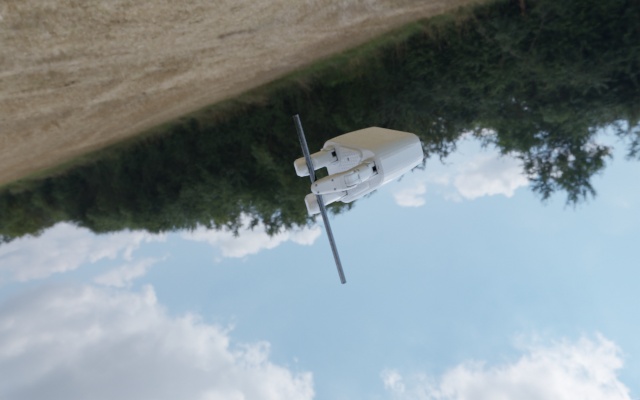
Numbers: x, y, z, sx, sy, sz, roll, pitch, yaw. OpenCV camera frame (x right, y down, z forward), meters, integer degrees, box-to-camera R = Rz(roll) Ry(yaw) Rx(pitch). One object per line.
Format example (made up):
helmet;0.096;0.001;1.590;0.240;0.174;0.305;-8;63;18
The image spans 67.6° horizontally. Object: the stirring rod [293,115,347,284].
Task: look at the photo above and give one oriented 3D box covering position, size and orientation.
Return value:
stirring rod;0.000;0.002;0.647;0.011;0.239;0.011;-16;11;3
